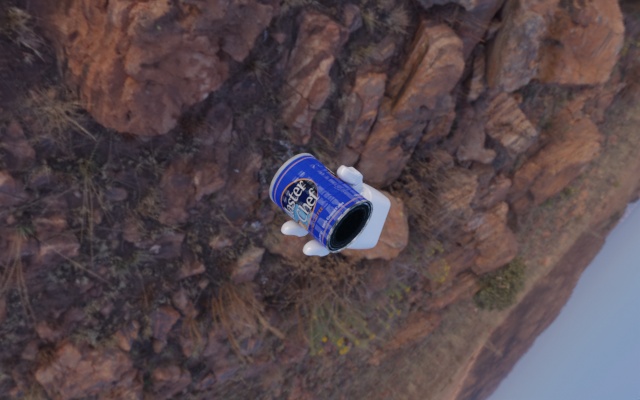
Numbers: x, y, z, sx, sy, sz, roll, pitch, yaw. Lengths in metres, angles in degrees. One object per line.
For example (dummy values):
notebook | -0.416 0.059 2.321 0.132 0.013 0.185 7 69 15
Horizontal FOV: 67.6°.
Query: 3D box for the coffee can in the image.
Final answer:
coffee can | 0.000 0.002 0.777 0.140 0.103 0.103 40 21 28
